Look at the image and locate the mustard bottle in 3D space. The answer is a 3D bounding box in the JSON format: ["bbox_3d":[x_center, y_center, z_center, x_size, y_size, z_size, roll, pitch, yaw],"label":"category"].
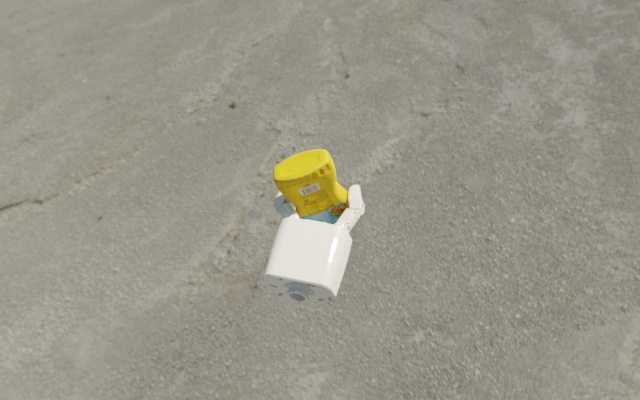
[{"bbox_3d":[0.000,0.002,0.809,0.096,0.058,0.192,-20,-45,9],"label":"mustard bottle"}]
